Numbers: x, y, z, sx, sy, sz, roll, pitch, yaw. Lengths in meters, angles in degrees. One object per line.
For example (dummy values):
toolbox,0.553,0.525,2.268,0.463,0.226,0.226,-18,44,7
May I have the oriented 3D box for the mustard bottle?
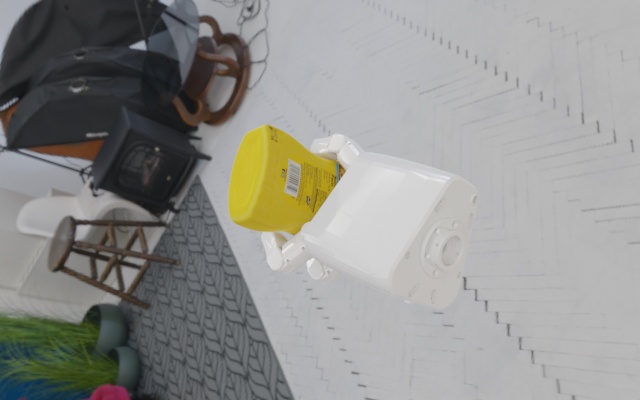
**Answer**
mustard bottle,0.000,0.002,0.493,0.192,0.096,0.058,23,-25,-40
